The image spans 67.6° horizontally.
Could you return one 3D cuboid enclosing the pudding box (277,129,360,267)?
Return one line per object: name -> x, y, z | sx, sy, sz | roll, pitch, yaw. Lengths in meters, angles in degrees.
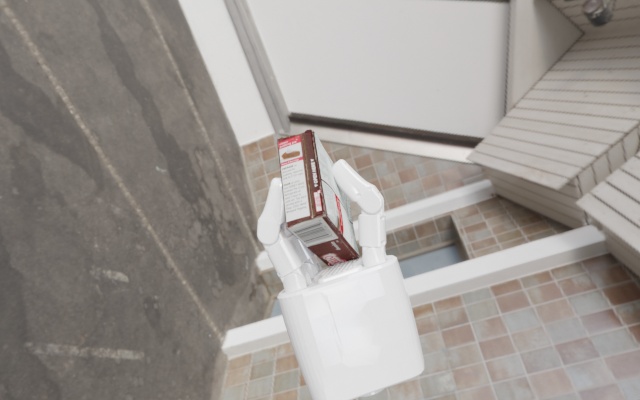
pudding box -> 0.000, 0.001, 0.447 | 0.039, 0.090, 0.113 | -15, -28, 12
